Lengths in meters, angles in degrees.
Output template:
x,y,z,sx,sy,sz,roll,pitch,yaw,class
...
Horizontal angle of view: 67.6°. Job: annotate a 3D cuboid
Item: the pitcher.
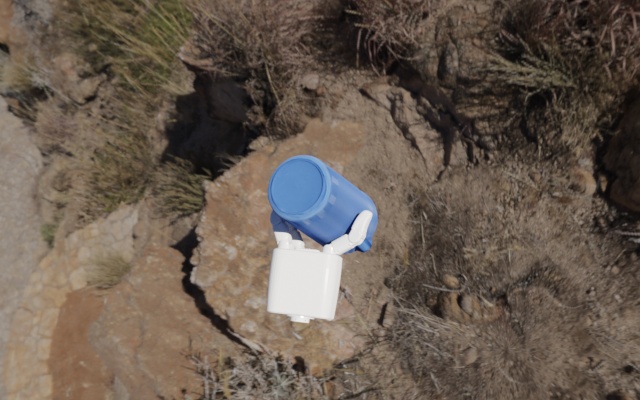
x,y,z,sx,sy,sz,roll,pitch,yaw,class
0.000,0.003,0.836,0.149,0.145,0.243,2,-15,22,pitcher
